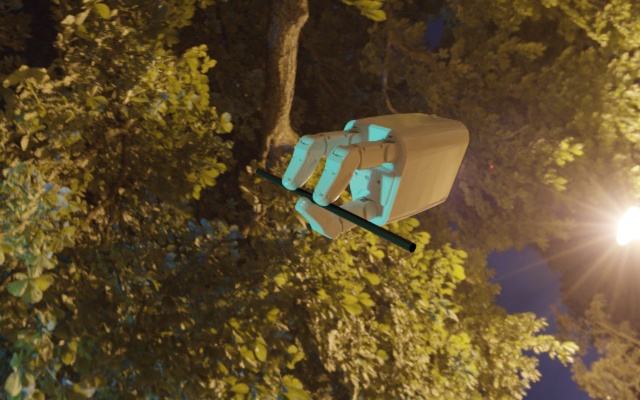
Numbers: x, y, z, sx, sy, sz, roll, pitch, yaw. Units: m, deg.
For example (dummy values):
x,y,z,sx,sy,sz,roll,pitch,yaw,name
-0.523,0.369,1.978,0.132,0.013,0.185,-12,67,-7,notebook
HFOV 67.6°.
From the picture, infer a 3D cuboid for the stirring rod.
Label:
x,y,z,sx,sy,sz,roll,pitch,yaw,name
0.000,0.002,0.456,0.011,0.011,0.239,0,17,-38,stirring rod
